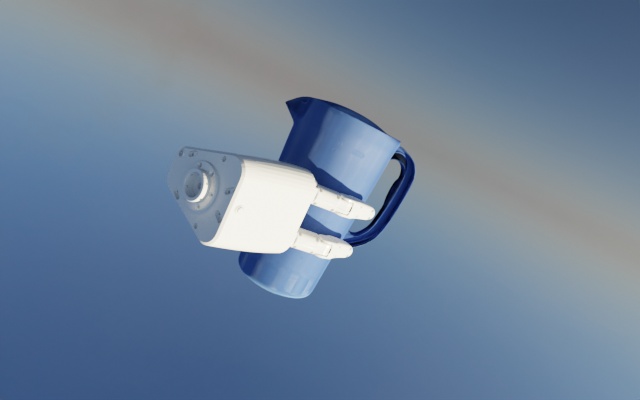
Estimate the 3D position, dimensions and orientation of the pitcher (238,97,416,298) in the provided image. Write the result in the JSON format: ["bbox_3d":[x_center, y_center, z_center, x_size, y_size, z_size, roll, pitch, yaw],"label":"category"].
[{"bbox_3d":[0.000,0.002,0.613,0.149,0.243,0.145,33,13,33],"label":"pitcher"}]
